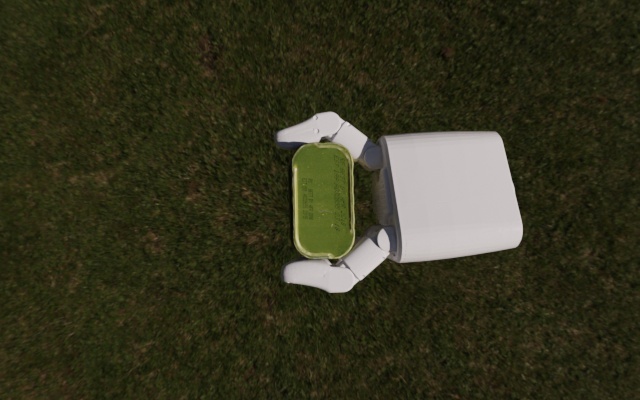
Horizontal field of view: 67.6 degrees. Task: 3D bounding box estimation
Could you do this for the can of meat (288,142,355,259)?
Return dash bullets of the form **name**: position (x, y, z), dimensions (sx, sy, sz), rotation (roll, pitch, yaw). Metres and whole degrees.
- **can of meat**: position (0.000, 0.001, 0.429), dimensions (0.057, 0.102, 0.084), rotation (-2, -2, -4)
